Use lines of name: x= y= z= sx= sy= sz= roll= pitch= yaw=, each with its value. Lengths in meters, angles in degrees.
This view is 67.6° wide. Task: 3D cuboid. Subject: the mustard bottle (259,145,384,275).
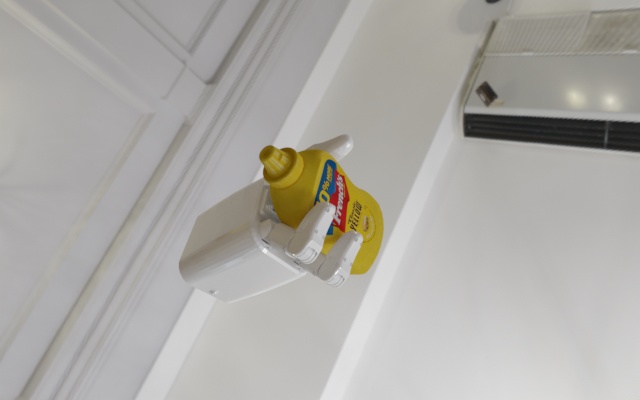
mustard bottle: x=0.001 y=0.002 z=0.506 sx=0.058 sy=0.096 sz=0.192 roll=-3 pitch=-30 yaw=36
